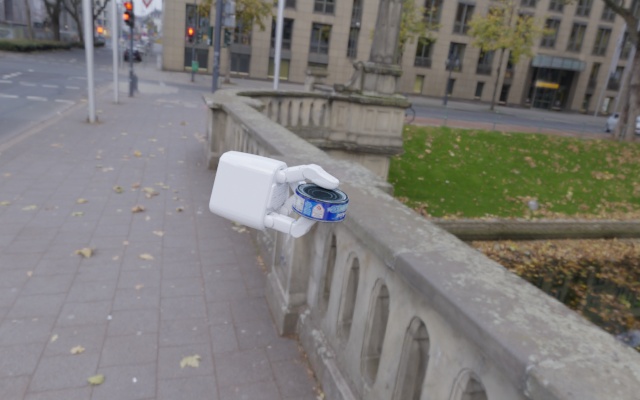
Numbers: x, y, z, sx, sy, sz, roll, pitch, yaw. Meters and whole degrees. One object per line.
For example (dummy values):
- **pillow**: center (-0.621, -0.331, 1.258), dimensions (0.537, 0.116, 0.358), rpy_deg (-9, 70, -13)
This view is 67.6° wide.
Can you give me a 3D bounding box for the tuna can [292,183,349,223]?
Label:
- **tuna can**: center (0.000, 0.002, 0.739), dimensions (0.086, 0.034, 0.086), rpy_deg (11, 19, -4)
